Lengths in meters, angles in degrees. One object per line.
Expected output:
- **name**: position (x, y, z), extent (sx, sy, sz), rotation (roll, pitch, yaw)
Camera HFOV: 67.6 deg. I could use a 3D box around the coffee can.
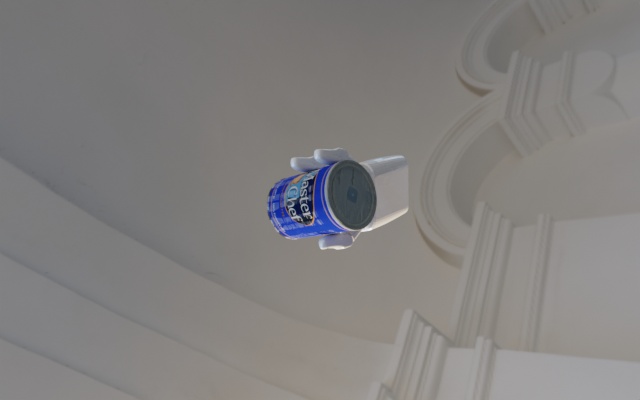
- **coffee can**: position (0.000, 0.002, 0.731), extent (0.103, 0.103, 0.140), rotation (0, -9, -43)
